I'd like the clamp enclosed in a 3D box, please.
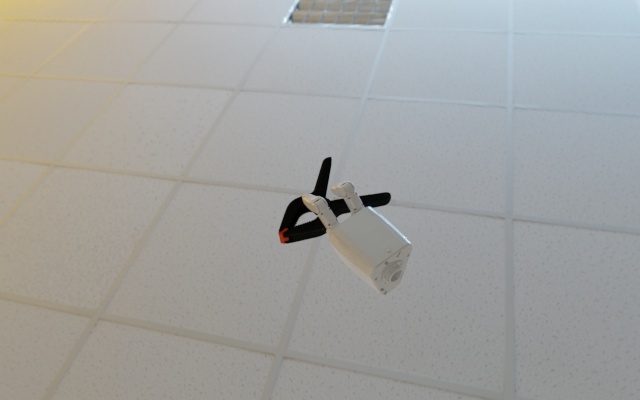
[{"bbox_3d":[0.000,0.004,0.874,0.210,0.036,0.164,-32,51,-21],"label":"clamp"}]
